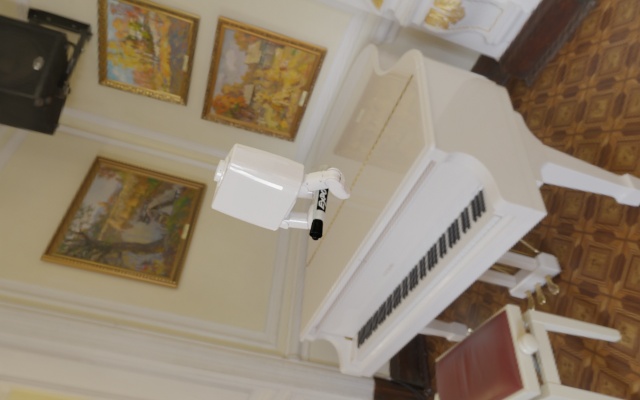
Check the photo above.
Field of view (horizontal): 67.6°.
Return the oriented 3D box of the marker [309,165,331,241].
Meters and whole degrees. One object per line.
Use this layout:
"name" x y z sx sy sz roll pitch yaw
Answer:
"marker" 0.000 0.002 0.686 0.020 0.121 0.020 6 -32 4
